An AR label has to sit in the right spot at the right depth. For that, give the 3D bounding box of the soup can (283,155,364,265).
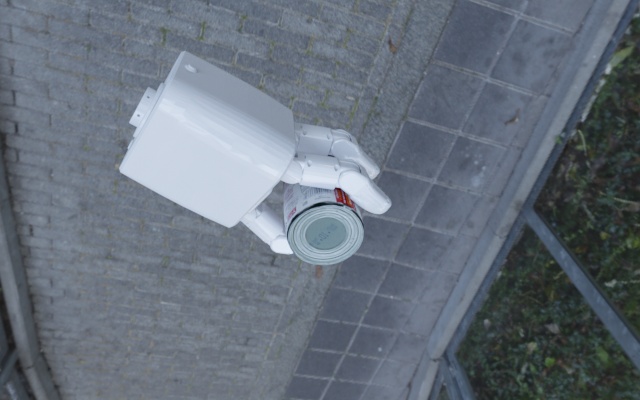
[{"bbox_3d":[0.000,0.002,0.442,0.068,0.068,0.102,0,35,-7],"label":"soup can"}]
